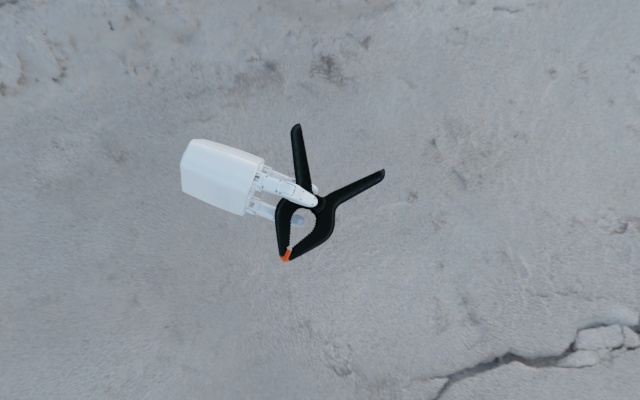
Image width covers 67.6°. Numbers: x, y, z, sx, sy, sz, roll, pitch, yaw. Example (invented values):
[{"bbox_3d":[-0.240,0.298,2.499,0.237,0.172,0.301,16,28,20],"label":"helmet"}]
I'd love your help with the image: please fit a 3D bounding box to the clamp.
[{"bbox_3d":[0.000,0.003,0.738,0.164,0.210,0.036,21,-11,-5],"label":"clamp"}]
